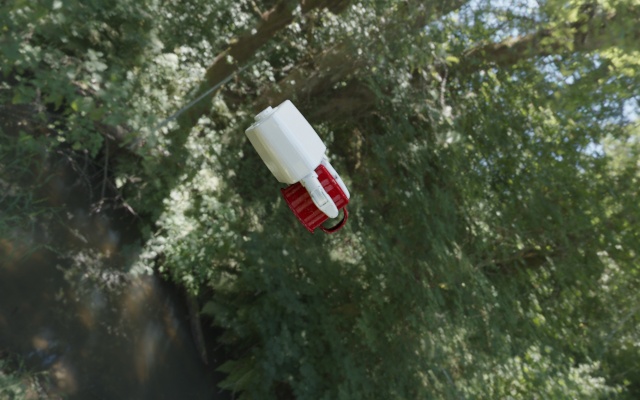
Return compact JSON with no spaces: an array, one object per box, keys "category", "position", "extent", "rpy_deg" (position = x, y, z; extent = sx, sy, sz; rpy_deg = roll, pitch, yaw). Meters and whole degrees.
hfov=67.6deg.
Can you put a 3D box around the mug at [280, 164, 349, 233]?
[{"category":"mug","position":[0.001,0.004,0.797],"extent":[0.081,0.117,0.093],"rpy_deg":[-36,15,5]}]
